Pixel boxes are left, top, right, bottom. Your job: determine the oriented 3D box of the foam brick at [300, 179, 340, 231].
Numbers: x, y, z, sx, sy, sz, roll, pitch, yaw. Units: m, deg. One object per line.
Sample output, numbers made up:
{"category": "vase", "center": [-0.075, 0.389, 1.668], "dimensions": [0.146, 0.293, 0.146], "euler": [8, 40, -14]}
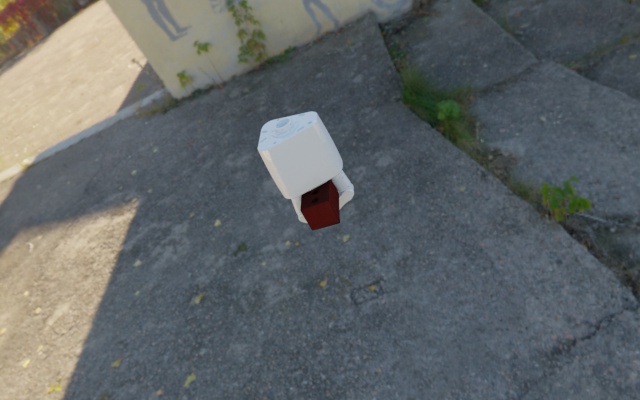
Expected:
{"category": "foam brick", "center": [0.000, 0.003, 0.813], "dimensions": [0.053, 0.051, 0.078], "euler": [-18, 37, 14]}
